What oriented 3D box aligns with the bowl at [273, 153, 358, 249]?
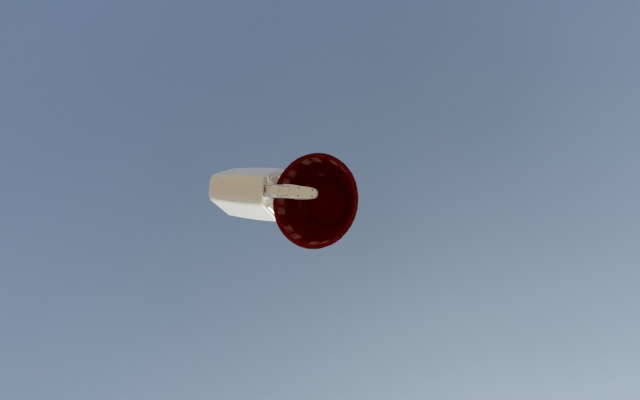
[{"bbox_3d":[0.001,0.003,0.817,0.162,0.162,0.055,0,-6,28],"label":"bowl"}]
